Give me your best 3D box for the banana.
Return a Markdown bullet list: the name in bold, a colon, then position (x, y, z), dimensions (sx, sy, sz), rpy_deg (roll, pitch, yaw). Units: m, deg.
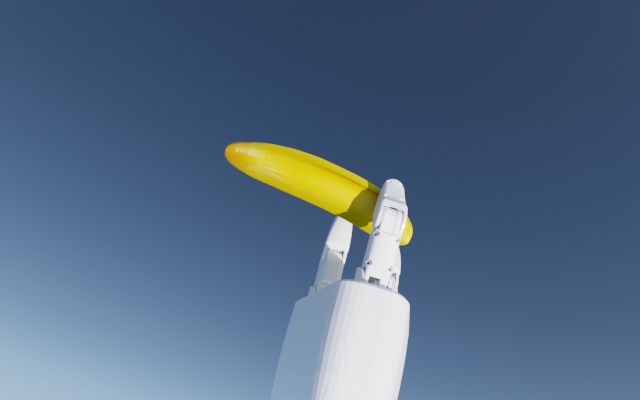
- **banana**: position (0.013, -0.002, 0.414), dimensions (0.198, 0.037, 0.070), rpy_deg (29, -29, -22)
